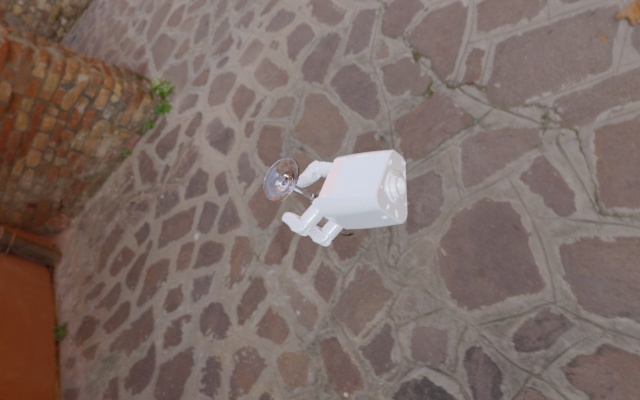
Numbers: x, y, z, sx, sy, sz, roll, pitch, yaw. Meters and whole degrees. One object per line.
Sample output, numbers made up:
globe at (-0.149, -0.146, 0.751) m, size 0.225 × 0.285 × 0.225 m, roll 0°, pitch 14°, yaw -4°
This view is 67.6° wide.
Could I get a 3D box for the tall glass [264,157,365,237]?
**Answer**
tall glass at (0.000, 0.002, 0.808) m, size 0.079 × 0.079 × 0.201 m, roll 0°, pitch -21°, yaw 41°
